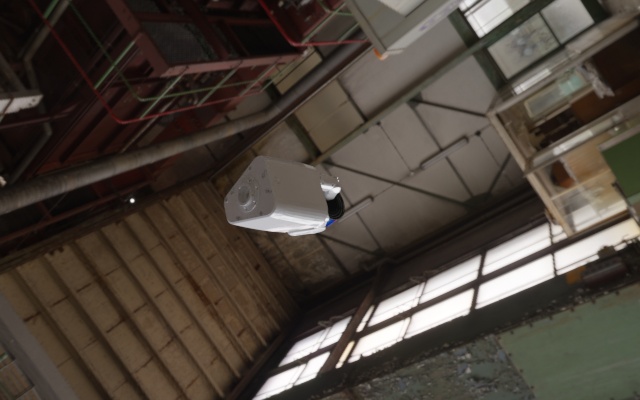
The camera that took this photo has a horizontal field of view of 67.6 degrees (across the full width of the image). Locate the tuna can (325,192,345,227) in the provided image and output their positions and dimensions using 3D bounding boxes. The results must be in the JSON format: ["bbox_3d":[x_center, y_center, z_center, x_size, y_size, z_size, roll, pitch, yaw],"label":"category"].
[{"bbox_3d":[0.000,0.003,0.826,0.034,0.086,0.086,-36,-23,34],"label":"tuna can"}]
